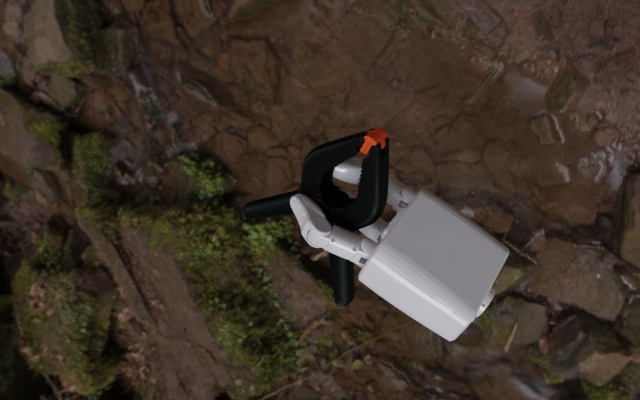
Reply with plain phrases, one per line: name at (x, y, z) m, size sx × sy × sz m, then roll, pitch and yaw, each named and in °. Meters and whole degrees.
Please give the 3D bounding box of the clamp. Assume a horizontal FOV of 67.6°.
clamp at (0.000, 0.002, 0.497) m, size 0.164 × 0.210 × 0.036 m, roll 36°, pitch 40°, yaw 13°
